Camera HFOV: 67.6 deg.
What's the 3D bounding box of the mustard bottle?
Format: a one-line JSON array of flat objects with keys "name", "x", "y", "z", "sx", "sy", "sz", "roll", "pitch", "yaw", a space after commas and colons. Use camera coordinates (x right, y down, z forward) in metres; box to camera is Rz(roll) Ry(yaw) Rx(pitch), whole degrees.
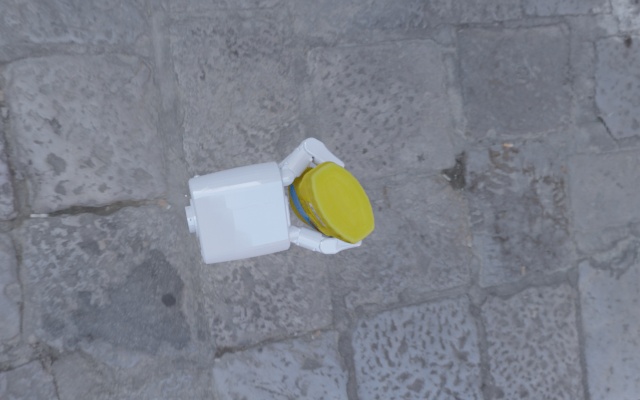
[{"name": "mustard bottle", "x": 0.000, "y": 0.002, "z": 0.613, "sx": 0.058, "sy": 0.096, "sz": 0.191, "roll": -37, "pitch": 10, "yaw": -12}]
